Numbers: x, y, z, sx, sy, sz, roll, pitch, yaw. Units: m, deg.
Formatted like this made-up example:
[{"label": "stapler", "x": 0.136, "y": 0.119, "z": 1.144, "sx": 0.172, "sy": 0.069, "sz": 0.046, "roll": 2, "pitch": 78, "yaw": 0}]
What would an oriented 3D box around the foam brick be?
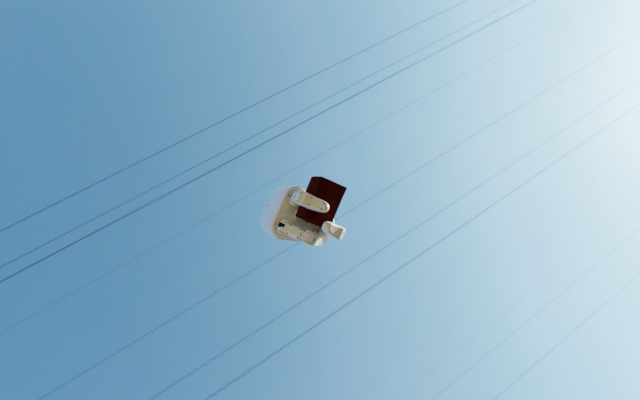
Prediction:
[{"label": "foam brick", "x": 0.000, "y": 0.002, "z": 0.821, "sx": 0.053, "sy": 0.078, "sz": 0.051, "roll": 25, "pitch": -6, "yaw": -19}]
